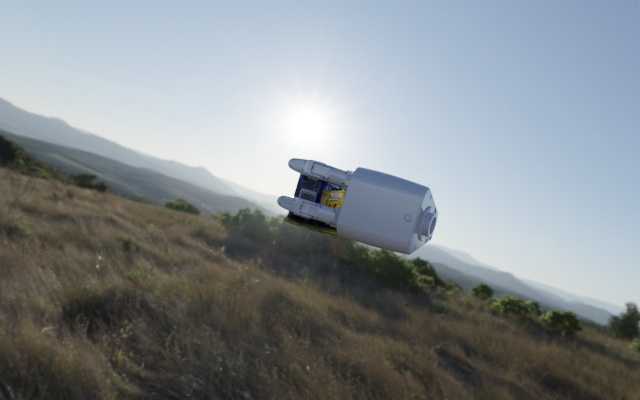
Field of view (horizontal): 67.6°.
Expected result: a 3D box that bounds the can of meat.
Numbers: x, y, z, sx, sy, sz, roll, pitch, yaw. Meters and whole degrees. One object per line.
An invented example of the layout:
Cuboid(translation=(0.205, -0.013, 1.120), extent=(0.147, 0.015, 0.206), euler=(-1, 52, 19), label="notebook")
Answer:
Cuboid(translation=(0.000, 0.002, 0.708), extent=(0.057, 0.084, 0.102), euler=(17, 0, 31), label="can of meat")
